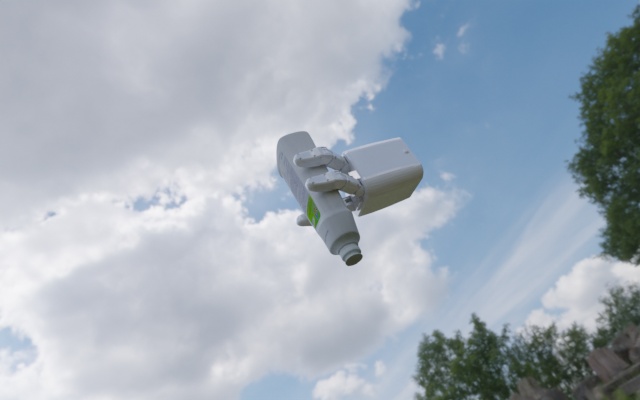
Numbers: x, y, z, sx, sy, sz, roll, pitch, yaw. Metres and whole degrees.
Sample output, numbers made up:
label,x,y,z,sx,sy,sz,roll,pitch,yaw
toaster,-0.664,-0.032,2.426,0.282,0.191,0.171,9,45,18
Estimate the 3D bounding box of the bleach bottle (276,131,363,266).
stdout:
label,x,y,z,sx,sy,sz,roll,pitch,yaw
bleach bottle,0.000,0.002,0.765,0.068,0.250,0.103,-18,-38,-14
